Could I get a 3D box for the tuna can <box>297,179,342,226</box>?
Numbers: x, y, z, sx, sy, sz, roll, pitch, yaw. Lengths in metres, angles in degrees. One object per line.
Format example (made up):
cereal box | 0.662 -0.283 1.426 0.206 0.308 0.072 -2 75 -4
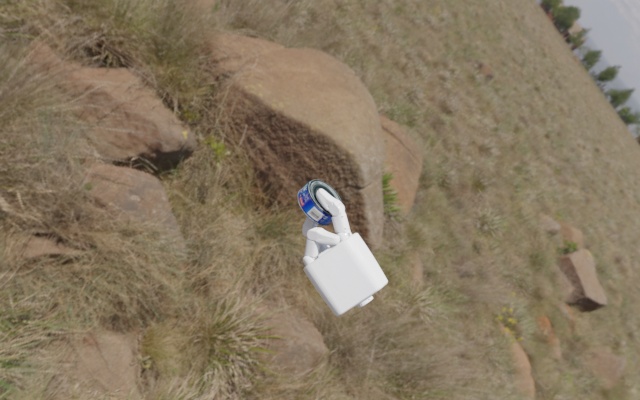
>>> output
tuna can | 0.000 0.003 0.894 0.086 0.086 0.034 0 -35 -50
